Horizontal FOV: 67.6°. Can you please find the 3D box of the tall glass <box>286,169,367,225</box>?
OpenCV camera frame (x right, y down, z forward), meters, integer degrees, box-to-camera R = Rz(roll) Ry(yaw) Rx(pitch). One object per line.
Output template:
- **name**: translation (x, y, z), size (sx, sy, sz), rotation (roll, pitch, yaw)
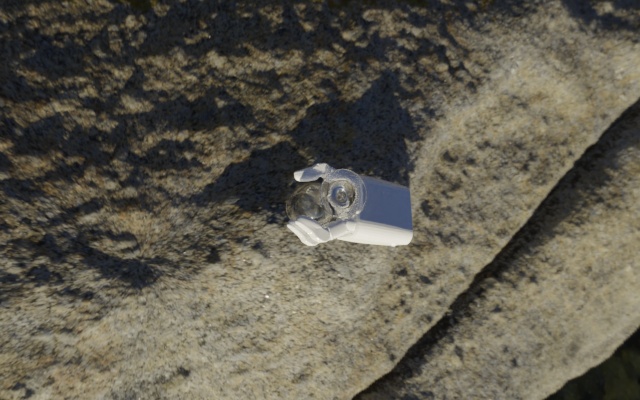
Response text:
- **tall glass**: translation (0.000, 0.002, 0.784), size (0.079, 0.079, 0.201), rotation (0, -7, -21)
